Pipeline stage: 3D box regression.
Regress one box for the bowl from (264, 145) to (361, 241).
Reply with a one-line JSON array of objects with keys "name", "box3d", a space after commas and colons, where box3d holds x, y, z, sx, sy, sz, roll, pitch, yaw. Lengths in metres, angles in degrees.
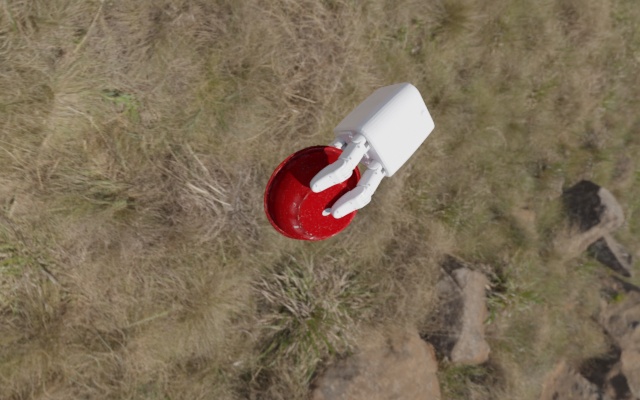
[{"name": "bowl", "box3d": [-0.001, 0.004, 0.712, 0.162, 0.162, 0.055, 0, 27, -25]}]
